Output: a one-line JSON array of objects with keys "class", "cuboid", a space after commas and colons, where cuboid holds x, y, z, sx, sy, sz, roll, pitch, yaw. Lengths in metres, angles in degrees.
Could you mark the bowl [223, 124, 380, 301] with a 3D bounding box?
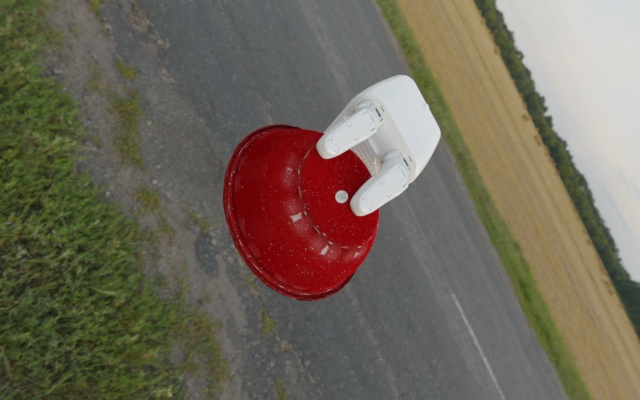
[{"class": "bowl", "cuboid": [0.000, 0.002, 0.408, 0.162, 0.162, 0.055, 0, -15, -43]}]
